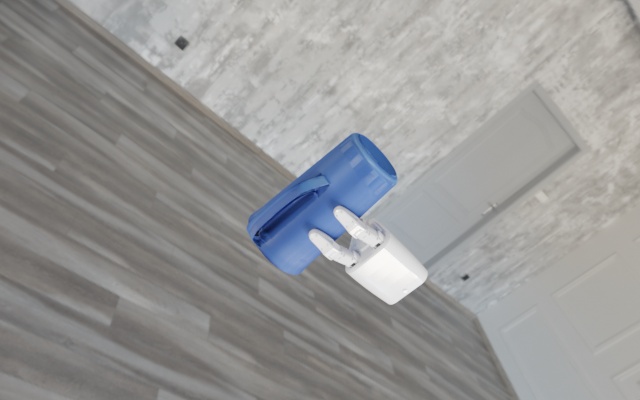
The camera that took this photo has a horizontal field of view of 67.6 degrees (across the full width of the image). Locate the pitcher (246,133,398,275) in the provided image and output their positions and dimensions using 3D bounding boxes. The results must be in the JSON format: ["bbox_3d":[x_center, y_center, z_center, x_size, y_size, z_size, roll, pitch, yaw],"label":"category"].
[{"bbox_3d":[0.000,0.003,0.785,0.243,0.145,0.149,-41,18,19],"label":"pitcher"}]
